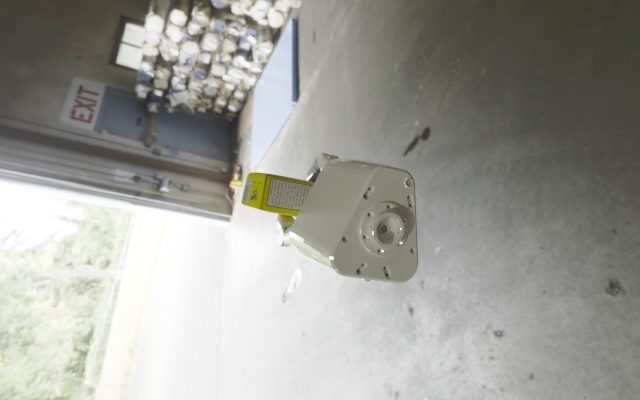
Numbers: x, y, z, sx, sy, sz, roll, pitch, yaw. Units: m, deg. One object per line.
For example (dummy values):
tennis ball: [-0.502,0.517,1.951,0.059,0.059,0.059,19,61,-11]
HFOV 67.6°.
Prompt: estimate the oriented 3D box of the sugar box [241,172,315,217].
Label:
sugar box: [0.000,0.002,0.588,0.176,0.048,0.093,12,0,-22]
